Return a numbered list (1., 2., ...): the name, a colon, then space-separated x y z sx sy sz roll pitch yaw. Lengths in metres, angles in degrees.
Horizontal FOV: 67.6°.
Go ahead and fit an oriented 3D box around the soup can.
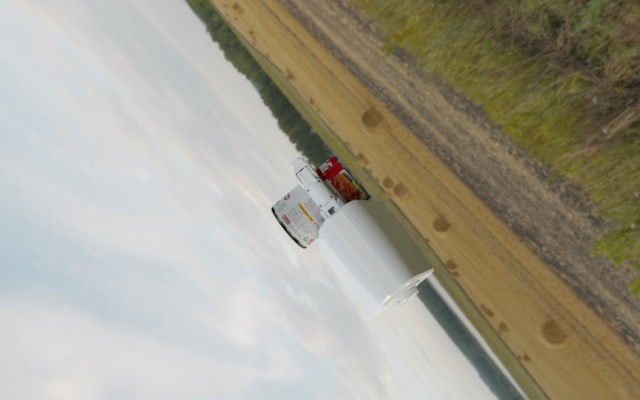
1. soup can: 0.000 0.002 0.575 0.102 0.068 0.068 -39 -3 4
